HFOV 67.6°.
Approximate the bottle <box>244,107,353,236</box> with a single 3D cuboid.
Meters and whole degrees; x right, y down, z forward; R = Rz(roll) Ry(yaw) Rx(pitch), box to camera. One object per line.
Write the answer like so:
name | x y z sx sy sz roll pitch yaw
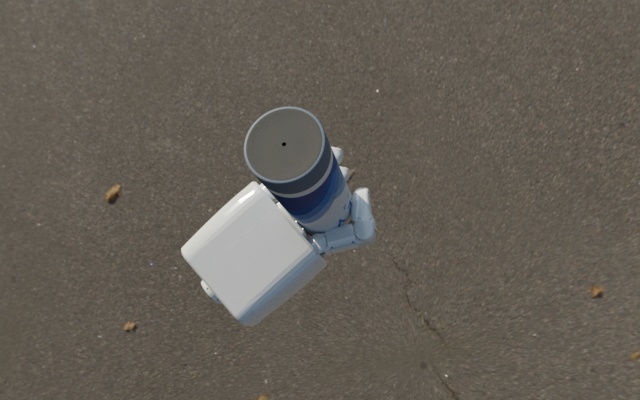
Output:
bottle | 0.000 0.002 0.509 0.069 0.069 0.296 0 -18 12
